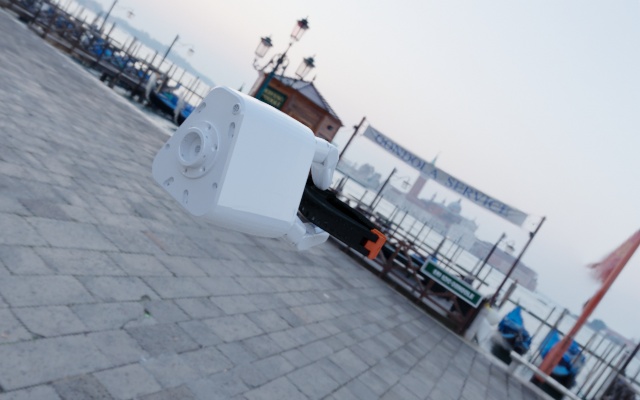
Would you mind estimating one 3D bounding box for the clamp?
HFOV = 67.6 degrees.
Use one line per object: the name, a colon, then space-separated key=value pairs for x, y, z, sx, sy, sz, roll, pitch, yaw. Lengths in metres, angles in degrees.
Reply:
clamp: x=0.001 y=0.001 z=0.568 sx=0.210 sy=0.036 sz=0.164 roll=35 pitch=12 yaw=32
